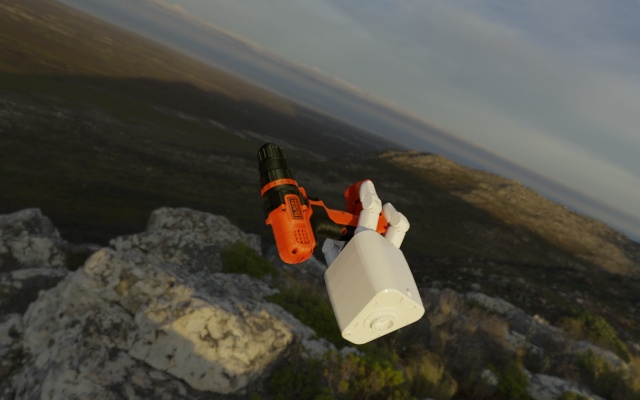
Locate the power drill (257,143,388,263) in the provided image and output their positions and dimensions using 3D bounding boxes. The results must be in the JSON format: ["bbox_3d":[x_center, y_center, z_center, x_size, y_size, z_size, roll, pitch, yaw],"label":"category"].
[{"bbox_3d":[0.001,0.003,0.705,0.187,0.184,0.057,2,-29,-35],"label":"power drill"}]
